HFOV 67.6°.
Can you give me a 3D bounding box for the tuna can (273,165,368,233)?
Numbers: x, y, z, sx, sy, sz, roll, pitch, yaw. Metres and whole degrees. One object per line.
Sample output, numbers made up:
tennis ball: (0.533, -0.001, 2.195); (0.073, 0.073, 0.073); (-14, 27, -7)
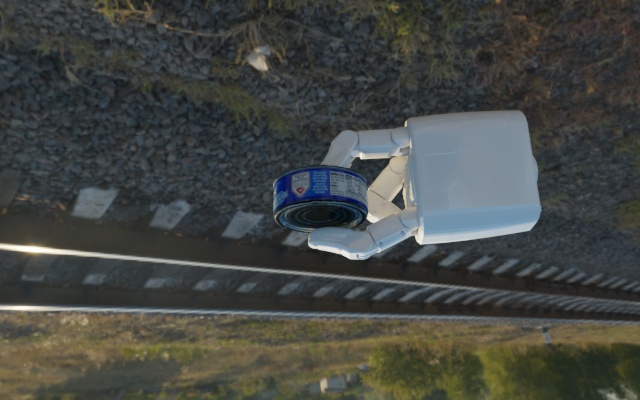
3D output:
tuna can: (0.000, 0.002, 0.429); (0.086, 0.033, 0.086); (-1, -22, 0)
